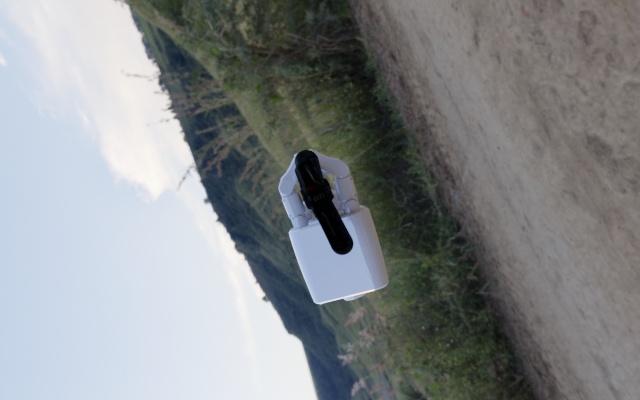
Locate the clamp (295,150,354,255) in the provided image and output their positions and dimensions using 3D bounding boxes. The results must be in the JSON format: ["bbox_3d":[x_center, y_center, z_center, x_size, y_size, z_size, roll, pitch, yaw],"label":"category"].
[{"bbox_3d":[-0.001,0.002,0.574,0.039,0.120,0.171,-18,2,-1],"label":"clamp"}]
